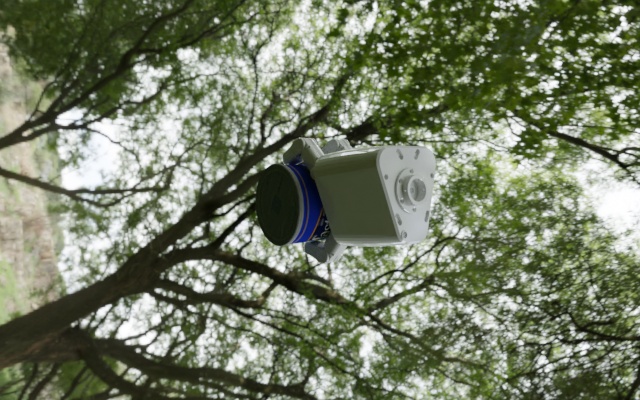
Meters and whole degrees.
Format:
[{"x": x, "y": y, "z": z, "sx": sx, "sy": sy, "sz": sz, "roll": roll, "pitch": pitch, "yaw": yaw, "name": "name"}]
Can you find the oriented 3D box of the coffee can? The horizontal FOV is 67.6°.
[{"x": 0.000, "y": 0.002, "z": 0.632, "sx": 0.140, "sy": 0.103, "sz": 0.103, "roll": -4, "pitch": 2, "yaw": -37, "name": "coffee can"}]
